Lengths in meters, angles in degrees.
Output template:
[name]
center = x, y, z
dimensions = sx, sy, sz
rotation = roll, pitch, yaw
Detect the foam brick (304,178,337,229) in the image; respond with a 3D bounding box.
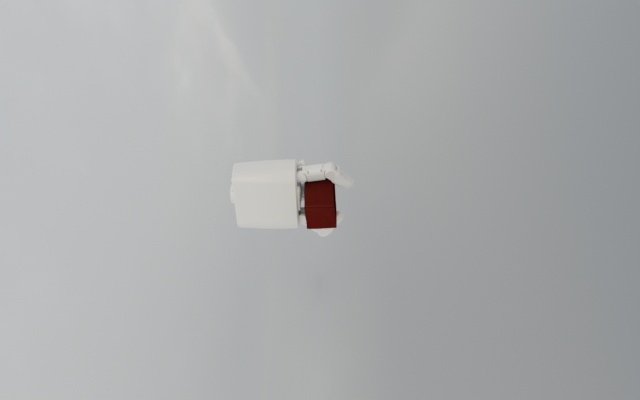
[foam brick]
center = 0.000, 0.003, 0.795
dimensions = 0.051, 0.053, 0.078
rotation = -3, 45, 1
